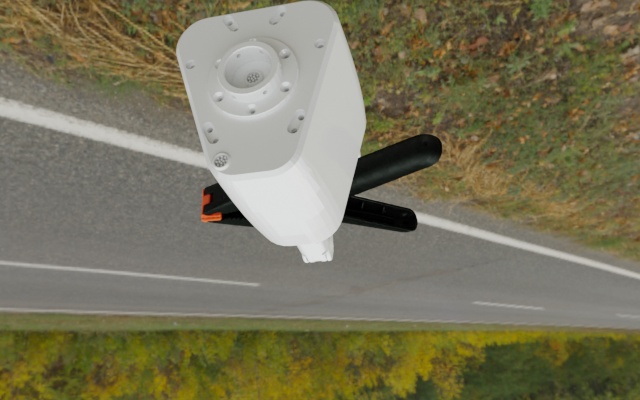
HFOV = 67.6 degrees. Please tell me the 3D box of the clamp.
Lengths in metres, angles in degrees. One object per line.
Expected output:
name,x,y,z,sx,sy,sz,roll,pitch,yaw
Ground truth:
clamp,0.000,0.002,0.433,0.210,0.036,0.165,-7,-25,9
